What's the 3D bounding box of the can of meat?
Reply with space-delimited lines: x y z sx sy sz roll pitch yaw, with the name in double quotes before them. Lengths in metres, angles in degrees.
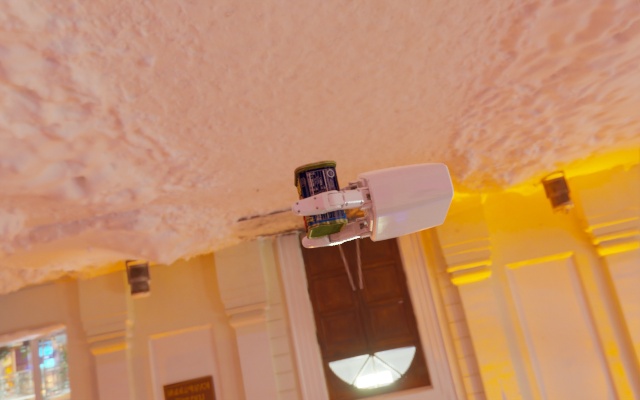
"can of meat" 0.000 0.002 0.651 0.057 0.084 0.102 -11 -12 -6
